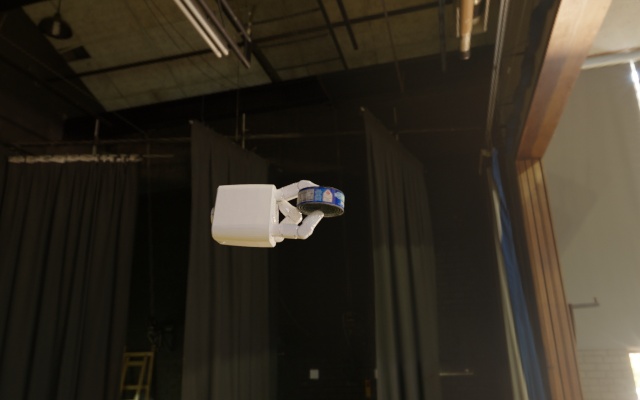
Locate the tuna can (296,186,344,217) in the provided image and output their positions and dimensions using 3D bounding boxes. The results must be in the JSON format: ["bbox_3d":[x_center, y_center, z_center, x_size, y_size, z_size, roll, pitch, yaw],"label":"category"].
[{"bbox_3d":[0.000,0.002,0.861,0.086,0.033,0.086,4,-17,1],"label":"tuna can"}]
